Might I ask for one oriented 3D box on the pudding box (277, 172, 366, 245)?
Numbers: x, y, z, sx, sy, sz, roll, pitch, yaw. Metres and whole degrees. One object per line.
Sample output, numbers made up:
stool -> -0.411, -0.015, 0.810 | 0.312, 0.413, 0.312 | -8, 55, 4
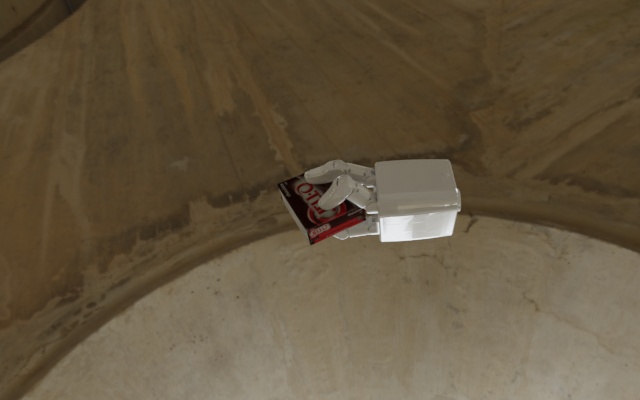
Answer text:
pudding box -> 0.000, 0.002, 0.687 | 0.090, 0.039, 0.113 | -23, 42, -14
